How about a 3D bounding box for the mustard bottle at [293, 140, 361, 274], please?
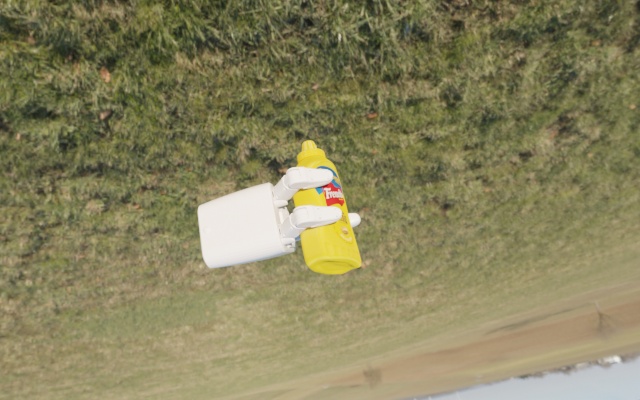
[{"bbox_3d":[0.000,0.002,0.659,0.058,0.191,0.096,-27,-27,28],"label":"mustard bottle"}]
